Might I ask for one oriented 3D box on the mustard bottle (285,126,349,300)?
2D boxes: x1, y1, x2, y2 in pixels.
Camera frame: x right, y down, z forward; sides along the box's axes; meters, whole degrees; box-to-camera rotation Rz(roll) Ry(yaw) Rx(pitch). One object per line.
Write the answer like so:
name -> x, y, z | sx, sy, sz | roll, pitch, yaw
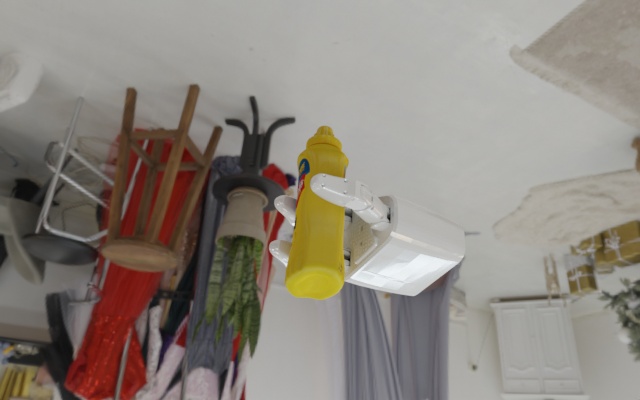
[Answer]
mustard bottle -> 0.000, 0.002, 0.512 | 0.058, 0.191, 0.096 | 7, -28, -4
